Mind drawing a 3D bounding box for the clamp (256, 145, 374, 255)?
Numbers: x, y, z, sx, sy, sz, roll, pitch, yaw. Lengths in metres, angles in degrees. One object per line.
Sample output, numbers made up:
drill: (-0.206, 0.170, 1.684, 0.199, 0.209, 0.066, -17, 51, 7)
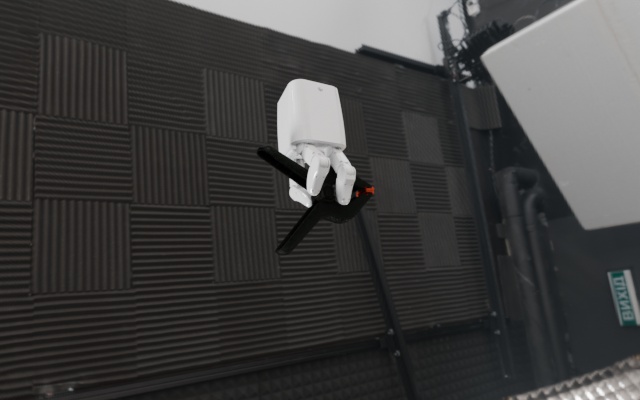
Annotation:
clamp: (0.000, 0.002, 0.750, 0.210, 0.164, 0.036, 3, -15, -36)
